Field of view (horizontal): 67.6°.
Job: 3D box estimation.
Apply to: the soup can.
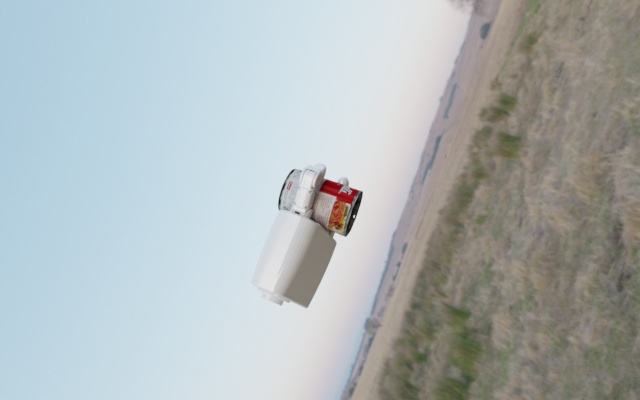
[{"bbox_3d":[0.000,0.002,0.668,0.102,0.068,0.068,20,4,12],"label":"soup can"}]
